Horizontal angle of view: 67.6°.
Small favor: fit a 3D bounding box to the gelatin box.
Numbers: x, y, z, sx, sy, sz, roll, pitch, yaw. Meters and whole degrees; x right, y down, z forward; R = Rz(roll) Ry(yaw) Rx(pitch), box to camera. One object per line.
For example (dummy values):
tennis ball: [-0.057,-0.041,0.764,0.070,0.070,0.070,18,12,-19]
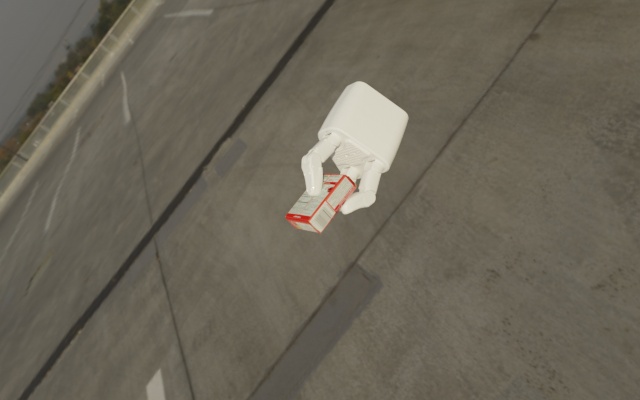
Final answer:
gelatin box: [0.000,0.002,0.679,0.030,0.089,0.073,47,-20,-24]
